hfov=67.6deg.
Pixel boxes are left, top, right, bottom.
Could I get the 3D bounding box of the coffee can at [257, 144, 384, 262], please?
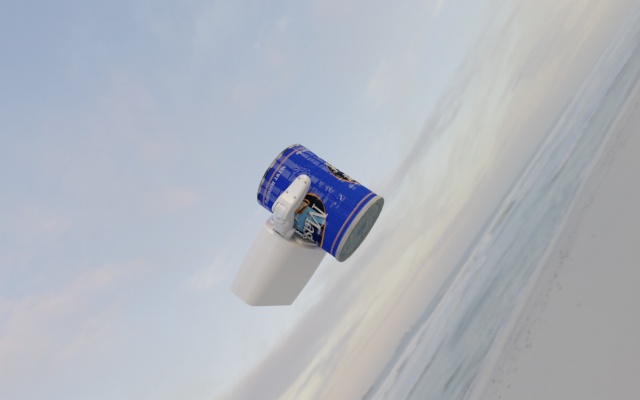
[{"bbox_3d":[0.000,0.002,0.647,0.140,0.103,0.103,34,11,17],"label":"coffee can"}]
